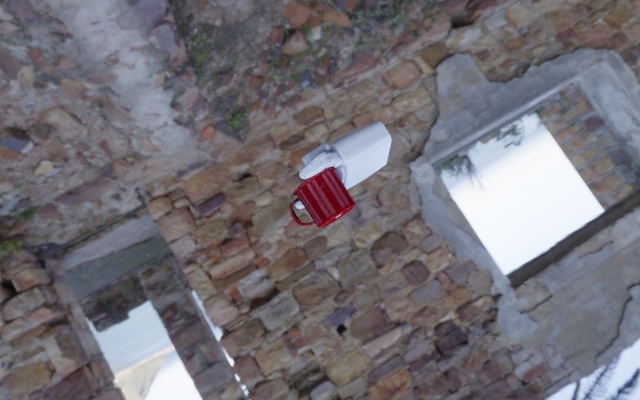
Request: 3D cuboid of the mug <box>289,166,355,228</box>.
[{"bbox_3d":[-0.001,0.004,0.865,0.117,0.081,0.093,-31,-8,-14],"label":"mug"}]
